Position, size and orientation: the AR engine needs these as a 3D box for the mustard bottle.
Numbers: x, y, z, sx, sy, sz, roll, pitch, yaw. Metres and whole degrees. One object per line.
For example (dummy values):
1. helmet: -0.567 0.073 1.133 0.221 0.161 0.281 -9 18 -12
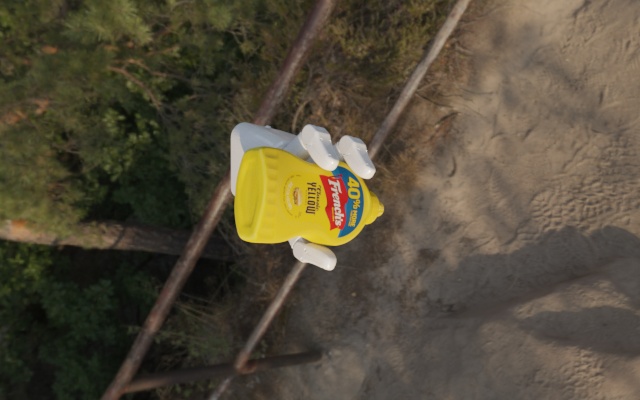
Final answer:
1. mustard bottle: 0.000 0.002 0.531 0.191 0.096 0.058 7 -8 -41
